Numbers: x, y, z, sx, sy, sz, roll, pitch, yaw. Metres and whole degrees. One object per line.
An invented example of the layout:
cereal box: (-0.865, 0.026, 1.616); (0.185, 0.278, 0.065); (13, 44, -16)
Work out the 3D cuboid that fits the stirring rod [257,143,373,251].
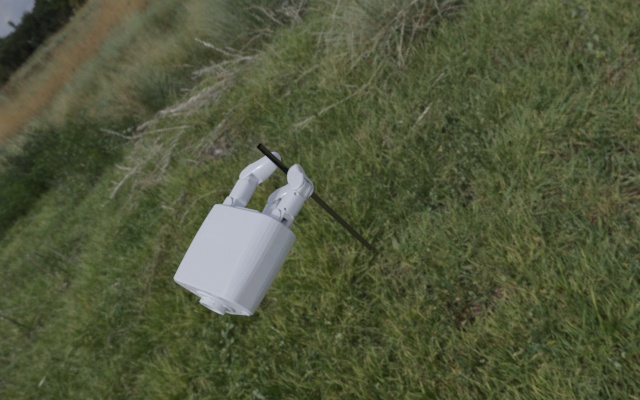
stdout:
stirring rod: (0.000, 0.002, 0.647); (0.011, 0.011, 0.240); (0, -35, 50)
